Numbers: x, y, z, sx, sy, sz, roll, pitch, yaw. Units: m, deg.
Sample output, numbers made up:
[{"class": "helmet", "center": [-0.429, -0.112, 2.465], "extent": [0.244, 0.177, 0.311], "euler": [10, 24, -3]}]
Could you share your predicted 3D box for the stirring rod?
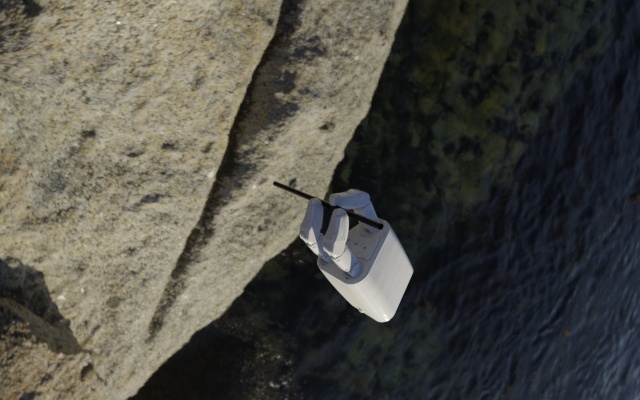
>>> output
[{"class": "stirring rod", "center": [0.000, 0.002, 0.652], "extent": [0.011, 0.011, 0.239], "euler": [0, 14, -37]}]
